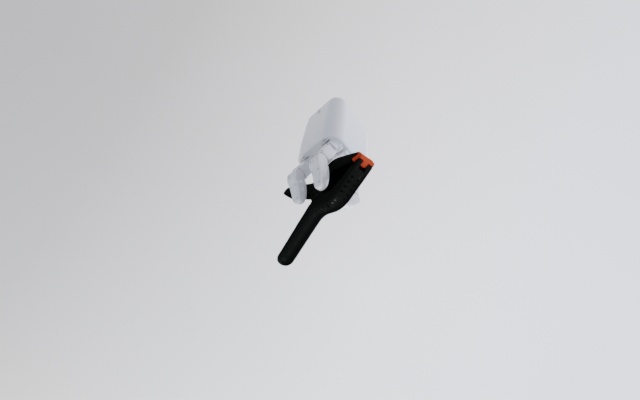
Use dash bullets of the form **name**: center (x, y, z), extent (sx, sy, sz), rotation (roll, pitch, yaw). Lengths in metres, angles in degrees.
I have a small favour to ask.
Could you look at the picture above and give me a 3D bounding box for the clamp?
- **clamp**: center (0.001, 0.002, 0.745), extent (0.036, 0.164, 0.210), rotation (30, -45, -27)
